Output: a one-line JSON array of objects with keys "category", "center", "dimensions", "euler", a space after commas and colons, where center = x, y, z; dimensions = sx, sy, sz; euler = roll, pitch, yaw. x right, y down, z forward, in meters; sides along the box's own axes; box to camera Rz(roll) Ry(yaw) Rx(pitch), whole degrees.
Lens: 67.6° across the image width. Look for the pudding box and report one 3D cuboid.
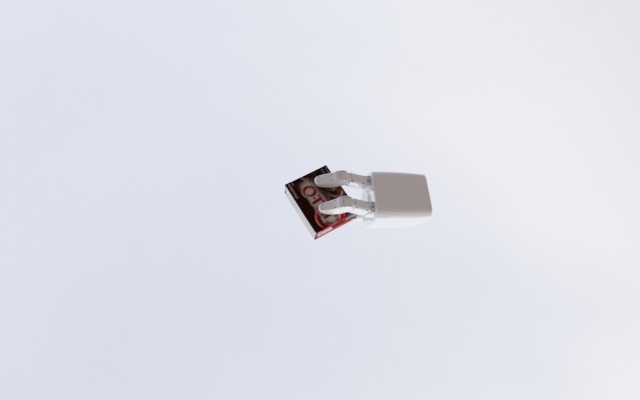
[{"category": "pudding box", "center": [0.000, 0.003, 0.860], "dimensions": [0.090, 0.113, 0.039], "euler": [-27, -24, -20]}]
